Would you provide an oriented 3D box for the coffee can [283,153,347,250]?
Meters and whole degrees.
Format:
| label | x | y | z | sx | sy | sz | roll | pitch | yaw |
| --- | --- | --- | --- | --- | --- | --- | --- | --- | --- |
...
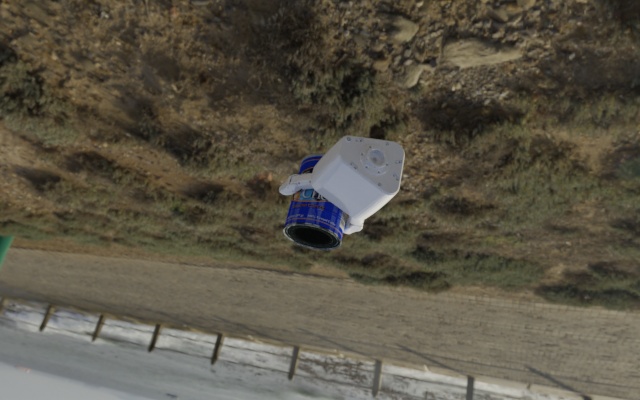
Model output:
| label | x | y | z | sx | sy | sz | roll | pitch | yaw |
| --- | --- | --- | --- | --- | --- | --- | --- | --- | --- |
| coffee can | 0.000 | 0.003 | 0.840 | 0.103 | 0.140 | 0.103 | 11 | -26 | 6 |
